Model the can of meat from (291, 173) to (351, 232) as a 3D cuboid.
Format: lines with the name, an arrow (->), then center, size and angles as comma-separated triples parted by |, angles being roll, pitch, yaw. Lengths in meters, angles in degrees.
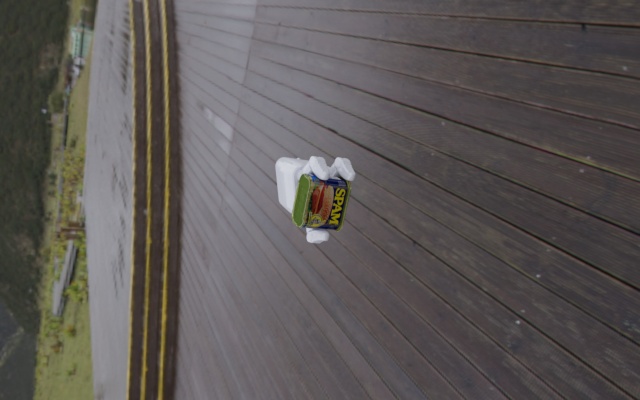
can of meat -> 0.000, 0.003, 0.874 | 0.084, 0.102, 0.057 | 5, 14, -28
